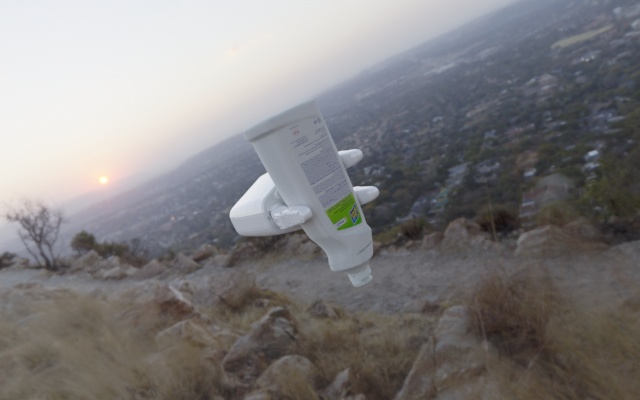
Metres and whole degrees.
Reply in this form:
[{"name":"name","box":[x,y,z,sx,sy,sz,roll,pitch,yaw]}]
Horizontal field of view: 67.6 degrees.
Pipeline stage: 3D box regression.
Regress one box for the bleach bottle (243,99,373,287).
[{"name":"bleach bottle","box":[0.000,0.002,0.621,0.102,0.251,0.068,-33,13,-36]}]
